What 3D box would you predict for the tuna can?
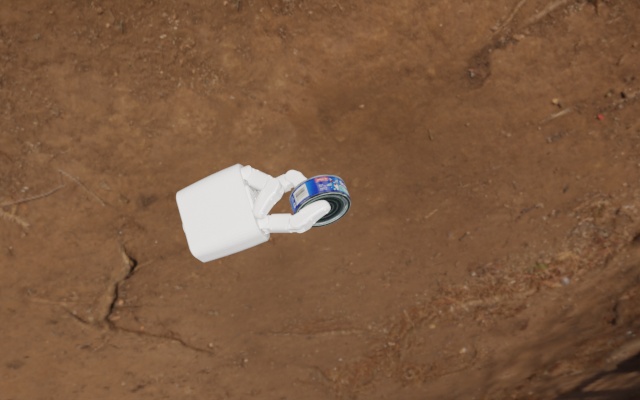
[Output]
[{"bbox_3d":[0.000,0.003,0.693,0.086,0.033,0.086,-13,-35,-9],"label":"tuna can"}]
